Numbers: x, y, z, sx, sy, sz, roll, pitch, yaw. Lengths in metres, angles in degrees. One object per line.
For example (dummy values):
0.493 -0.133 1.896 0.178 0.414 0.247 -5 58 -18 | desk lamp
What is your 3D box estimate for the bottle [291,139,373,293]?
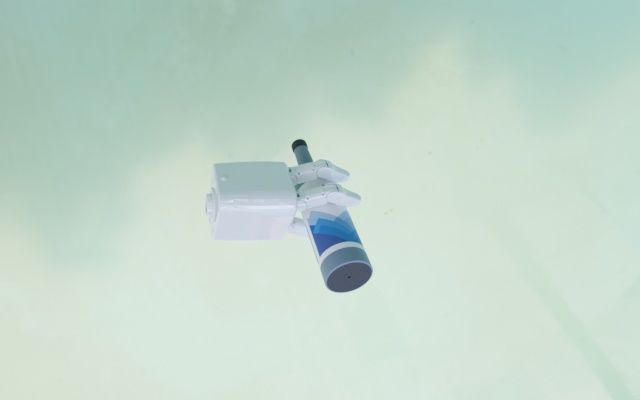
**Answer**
0.000 0.003 0.726 0.069 0.069 0.295 0 42 -20 | bottle
